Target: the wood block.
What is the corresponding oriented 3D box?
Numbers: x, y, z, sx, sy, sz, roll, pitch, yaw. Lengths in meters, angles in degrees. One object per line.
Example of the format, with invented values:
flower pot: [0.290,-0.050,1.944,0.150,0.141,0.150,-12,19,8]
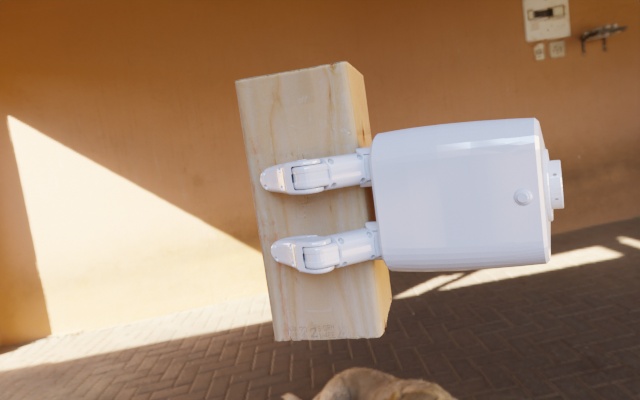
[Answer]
wood block: [0.001,0.001,0.402,0.090,0.206,0.091,-6,6,14]
